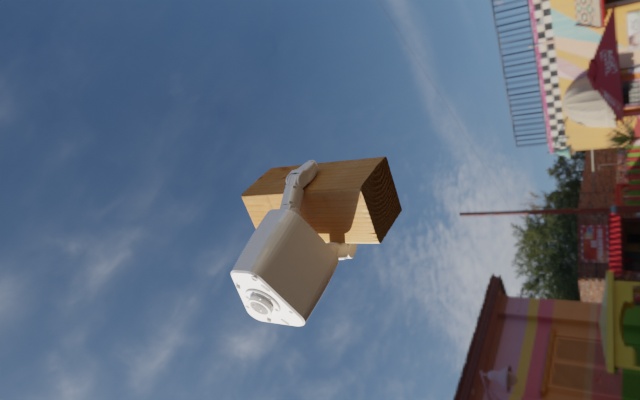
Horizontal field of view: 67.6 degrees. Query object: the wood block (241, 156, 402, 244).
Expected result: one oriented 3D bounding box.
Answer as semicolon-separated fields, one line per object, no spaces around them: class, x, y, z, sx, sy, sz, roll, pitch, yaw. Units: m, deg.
wood block;0.000;0.002;0.699;0.206;0.091;0.090;-2;30;34
